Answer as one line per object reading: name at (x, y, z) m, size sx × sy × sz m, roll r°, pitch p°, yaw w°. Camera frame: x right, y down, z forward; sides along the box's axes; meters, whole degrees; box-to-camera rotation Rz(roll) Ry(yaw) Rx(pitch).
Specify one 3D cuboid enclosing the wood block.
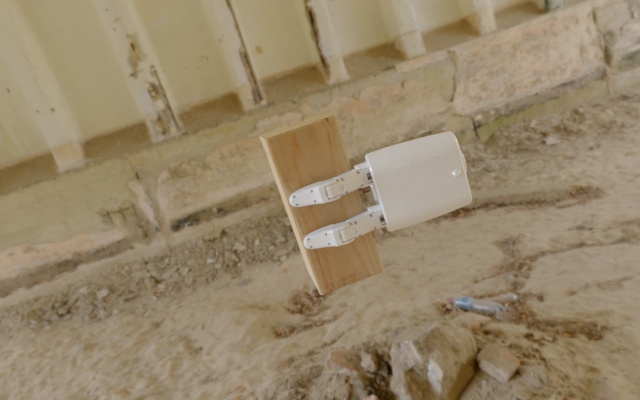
wood block at (0.000, 0.002, 0.618) m, size 0.090 × 0.206 × 0.091 m, roll -20°, pitch 14°, yaw -6°
